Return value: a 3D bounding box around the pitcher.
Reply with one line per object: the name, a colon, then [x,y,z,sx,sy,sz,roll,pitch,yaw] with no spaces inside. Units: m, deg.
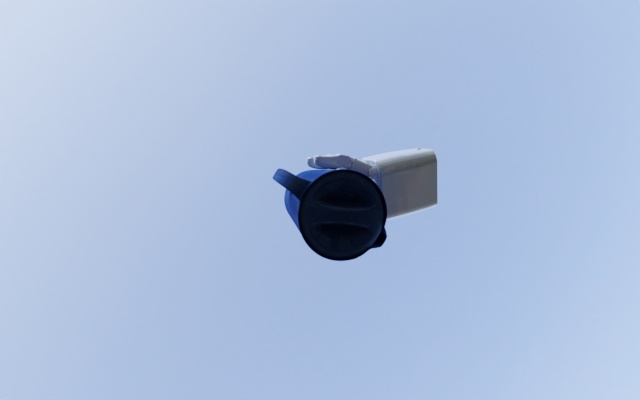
pitcher: [0.000,0.003,0.791,0.145,0.149,0.243,-15,10,-11]
